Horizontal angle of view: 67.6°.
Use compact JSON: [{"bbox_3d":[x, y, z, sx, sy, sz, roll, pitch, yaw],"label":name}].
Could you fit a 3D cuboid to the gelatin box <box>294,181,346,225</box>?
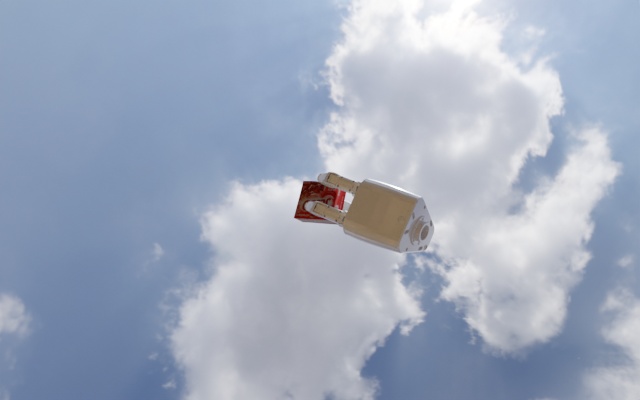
[{"bbox_3d":[0.000,0.003,0.853,0.089,0.073,0.030,2,-18,40],"label":"gelatin box"}]
